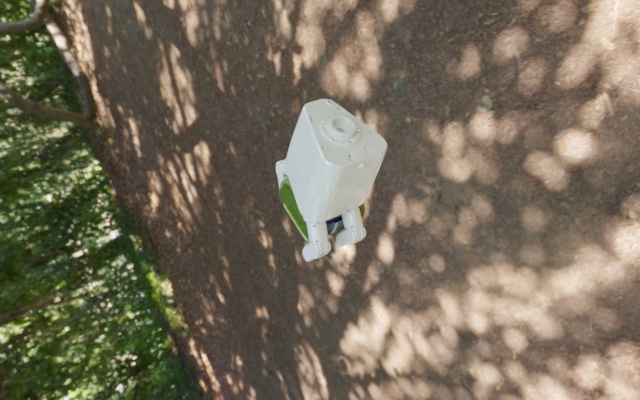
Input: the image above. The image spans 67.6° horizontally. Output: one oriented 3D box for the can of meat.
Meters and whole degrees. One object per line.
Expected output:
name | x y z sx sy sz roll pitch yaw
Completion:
can of meat | 0.000 0.002 0.686 0.084 0.102 0.057 -22 -24 -30
